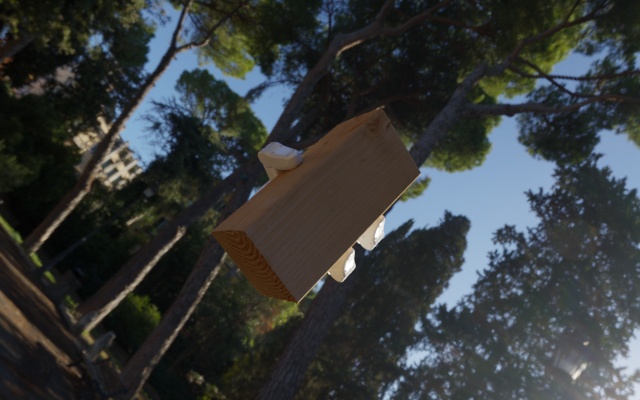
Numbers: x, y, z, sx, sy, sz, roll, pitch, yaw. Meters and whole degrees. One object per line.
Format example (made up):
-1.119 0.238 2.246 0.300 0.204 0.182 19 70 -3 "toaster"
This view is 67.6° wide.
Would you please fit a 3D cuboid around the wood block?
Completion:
0.000 0.001 0.512 0.206 0.091 0.090 -44 18 -27 "wood block"
